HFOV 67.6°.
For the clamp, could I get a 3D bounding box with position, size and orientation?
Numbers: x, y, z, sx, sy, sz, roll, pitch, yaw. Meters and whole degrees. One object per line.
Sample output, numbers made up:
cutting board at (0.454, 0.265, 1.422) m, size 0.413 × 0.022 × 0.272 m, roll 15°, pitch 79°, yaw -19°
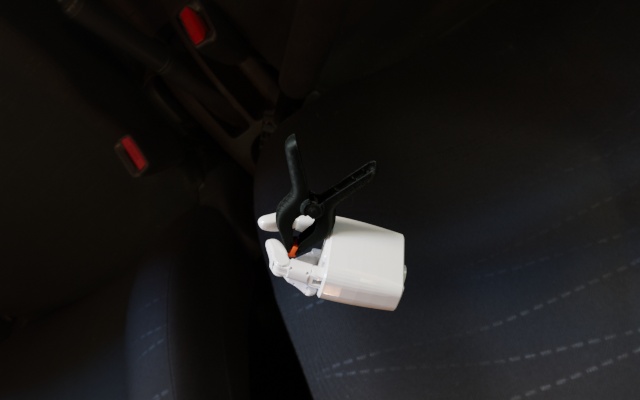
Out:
clamp at (0.000, 0.002, 0.617) m, size 0.120 × 0.172 × 0.039 m, roll 13°, pitch 32°, yaw -4°
